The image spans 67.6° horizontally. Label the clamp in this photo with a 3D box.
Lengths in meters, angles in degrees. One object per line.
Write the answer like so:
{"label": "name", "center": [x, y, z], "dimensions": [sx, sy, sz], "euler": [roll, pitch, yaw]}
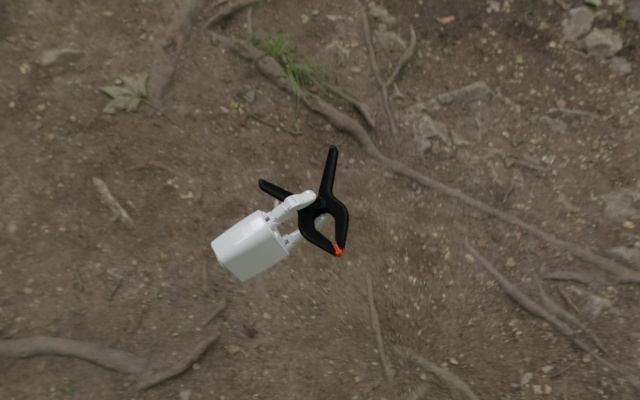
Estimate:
{"label": "clamp", "center": [0.000, 0.003, 0.877], "dimensions": [0.164, 0.210, 0.036], "euler": [-33, -22, -2]}
